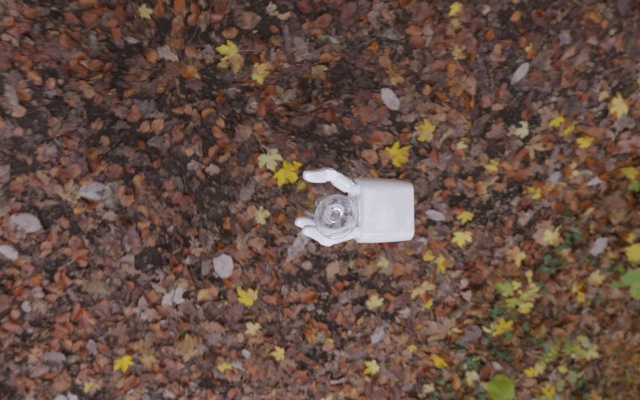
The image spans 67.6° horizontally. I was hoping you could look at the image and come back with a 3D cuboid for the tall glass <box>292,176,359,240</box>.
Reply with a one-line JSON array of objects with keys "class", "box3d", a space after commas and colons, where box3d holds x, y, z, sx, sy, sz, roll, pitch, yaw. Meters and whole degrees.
[{"class": "tall glass", "box3d": [0.000, 0.003, 0.850, 0.079, 0.079, 0.201, 0, 14, -16]}]
